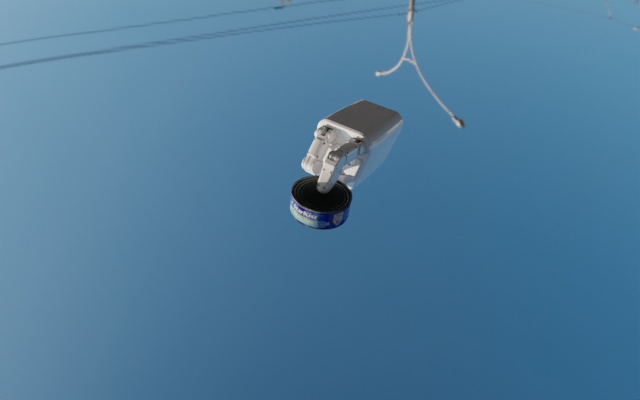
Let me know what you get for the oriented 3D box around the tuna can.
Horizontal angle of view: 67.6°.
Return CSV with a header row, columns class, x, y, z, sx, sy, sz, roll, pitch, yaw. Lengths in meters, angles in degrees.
class,x,y,z,sx,sy,sz,roll,pitch,yaw
tuna can,0.000,0.003,0.672,0.086,0.034,0.086,5,37,-4
